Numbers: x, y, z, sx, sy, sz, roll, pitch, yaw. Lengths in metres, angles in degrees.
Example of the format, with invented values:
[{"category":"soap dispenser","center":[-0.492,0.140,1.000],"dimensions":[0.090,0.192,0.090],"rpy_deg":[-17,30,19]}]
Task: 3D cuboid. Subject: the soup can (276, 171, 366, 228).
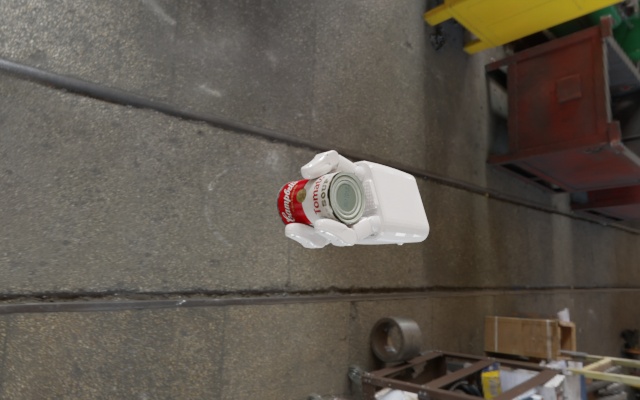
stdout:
[{"category":"soup can","center":[0.000,0.002,0.621],"dimensions":[0.068,0.068,0.102],"rpy_deg":[0,-6,-43]}]
